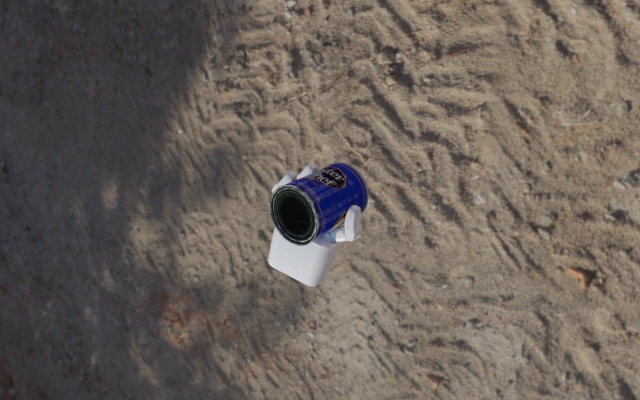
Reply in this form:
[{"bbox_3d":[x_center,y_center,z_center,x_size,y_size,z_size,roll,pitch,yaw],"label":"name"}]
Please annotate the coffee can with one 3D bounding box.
[{"bbox_3d":[0.000,0.002,0.797,0.103,0.103,0.140,0,18,41],"label":"coffee can"}]
